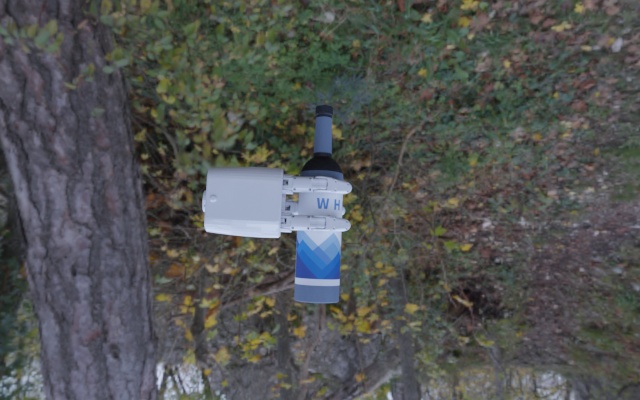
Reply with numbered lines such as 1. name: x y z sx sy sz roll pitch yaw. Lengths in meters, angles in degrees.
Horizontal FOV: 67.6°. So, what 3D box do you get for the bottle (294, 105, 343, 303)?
1. bottle: 0.000 0.003 0.723 0.069 0.295 0.069 2 -6 0
